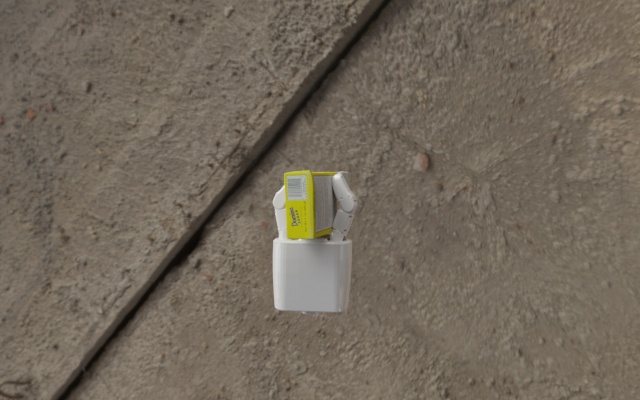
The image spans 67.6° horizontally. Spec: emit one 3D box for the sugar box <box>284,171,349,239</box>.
[{"bbox_3d":[0.000,0.003,0.722,0.048,0.093,0.176,-1,2,18],"label":"sugar box"}]
